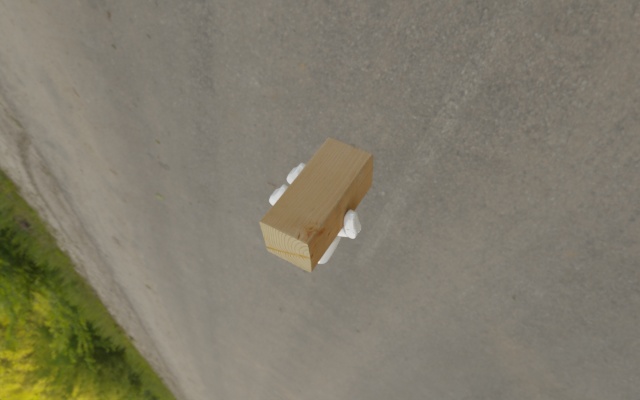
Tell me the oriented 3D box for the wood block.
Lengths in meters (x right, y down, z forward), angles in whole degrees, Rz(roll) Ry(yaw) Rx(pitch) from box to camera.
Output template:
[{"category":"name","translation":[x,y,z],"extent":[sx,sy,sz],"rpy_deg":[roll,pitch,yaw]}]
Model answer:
[{"category":"wood block","translation":[0.000,0.003,0.797],"extent":[0.091,0.206,0.090],"rpy_deg":[24,-32,20]}]
